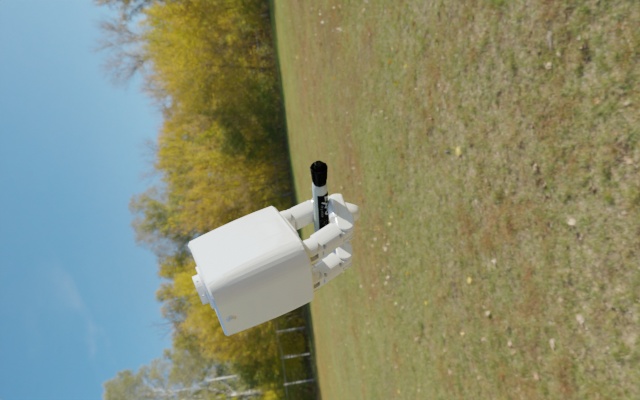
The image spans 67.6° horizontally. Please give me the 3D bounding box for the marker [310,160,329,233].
[{"bbox_3d":[0.000,0.002,0.546,0.020,0.020,0.121,0,-42,2],"label":"marker"}]
